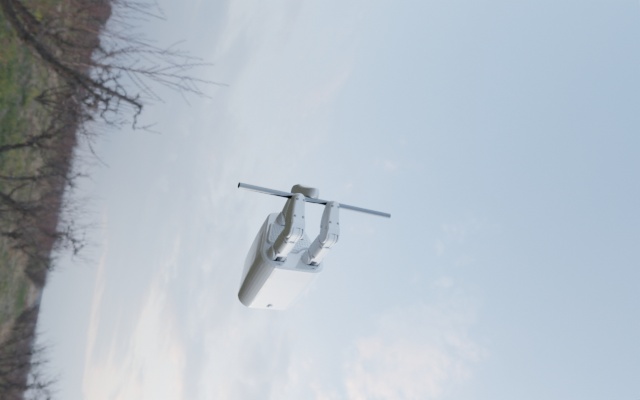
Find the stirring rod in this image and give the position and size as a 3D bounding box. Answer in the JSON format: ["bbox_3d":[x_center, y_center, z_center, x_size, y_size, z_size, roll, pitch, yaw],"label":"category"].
[{"bbox_3d":[0.000,0.002,0.661,0.239,0.011,0.011,12,-6,-29],"label":"stirring rod"}]
